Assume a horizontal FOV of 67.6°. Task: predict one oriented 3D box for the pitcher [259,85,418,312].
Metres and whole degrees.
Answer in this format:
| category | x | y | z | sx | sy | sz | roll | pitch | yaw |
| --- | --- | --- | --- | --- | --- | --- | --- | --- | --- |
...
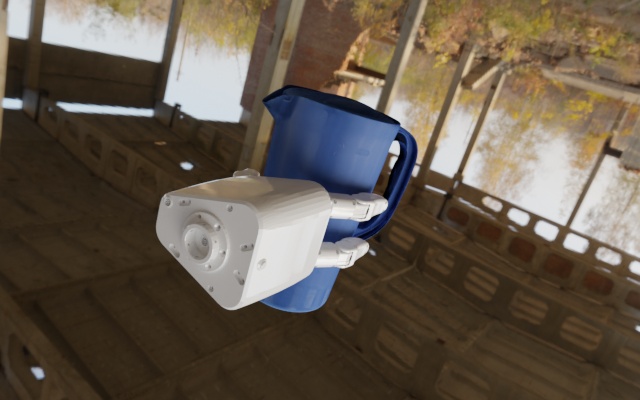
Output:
| category | x | y | z | sx | sy | sz | roll | pitch | yaw |
| --- | --- | --- | --- | --- | --- | --- | --- | --- | --- |
| pitcher | 0.000 | 0.002 | 0.549 | 0.149 | 0.243 | 0.145 | 25 | 19 | 21 |
